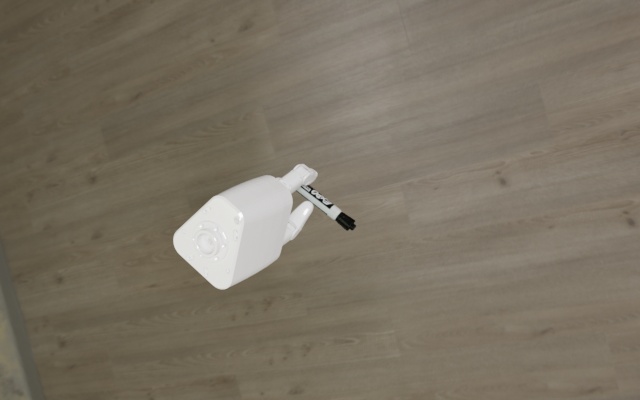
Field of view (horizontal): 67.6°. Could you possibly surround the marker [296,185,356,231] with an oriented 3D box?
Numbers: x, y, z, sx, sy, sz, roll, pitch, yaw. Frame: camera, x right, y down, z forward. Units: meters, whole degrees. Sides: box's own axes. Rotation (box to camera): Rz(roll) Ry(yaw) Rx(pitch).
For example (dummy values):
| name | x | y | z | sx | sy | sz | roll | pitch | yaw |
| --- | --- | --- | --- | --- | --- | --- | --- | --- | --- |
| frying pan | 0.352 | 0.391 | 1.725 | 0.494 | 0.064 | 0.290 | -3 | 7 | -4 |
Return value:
| name | x | y | z | sx | sy | sz | roll | pitch | yaw |
| --- | --- | --- | --- | --- | --- | --- | --- | --- | --- |
| marker | 0.000 | 0.002 | 0.670 | 0.121 | 0.020 | 0.020 | 38 | 9 | 12 |
